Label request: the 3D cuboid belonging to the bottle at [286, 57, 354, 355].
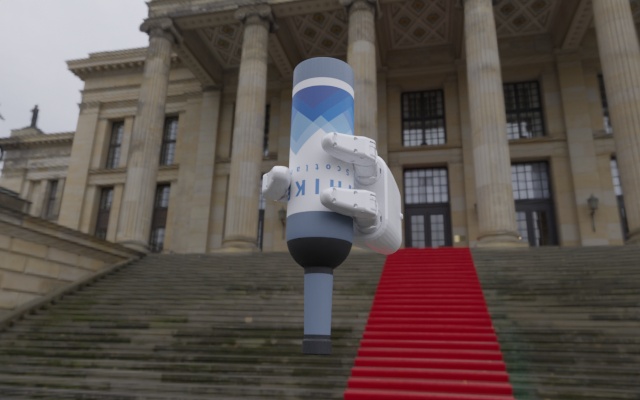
[{"bbox_3d":[0.000,0.001,0.483,0.069,0.295,0.069,1,-17,0],"label":"bottle"}]
